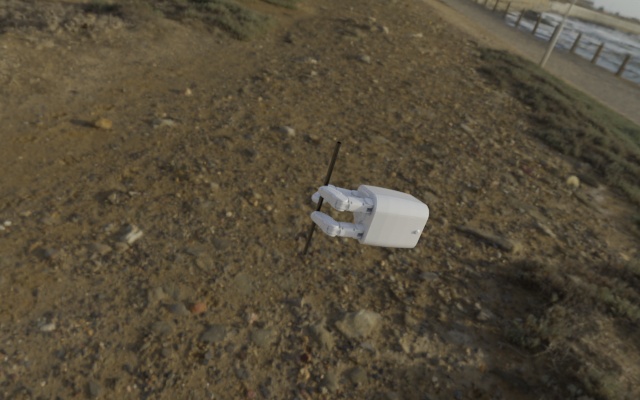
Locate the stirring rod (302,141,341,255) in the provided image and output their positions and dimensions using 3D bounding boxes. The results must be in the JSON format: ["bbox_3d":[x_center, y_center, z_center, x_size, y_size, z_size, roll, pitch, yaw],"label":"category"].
[{"bbox_3d":[0.000,0.003,0.861,0.011,0.240,0.011,13,30,-7],"label":"stirring rod"}]
